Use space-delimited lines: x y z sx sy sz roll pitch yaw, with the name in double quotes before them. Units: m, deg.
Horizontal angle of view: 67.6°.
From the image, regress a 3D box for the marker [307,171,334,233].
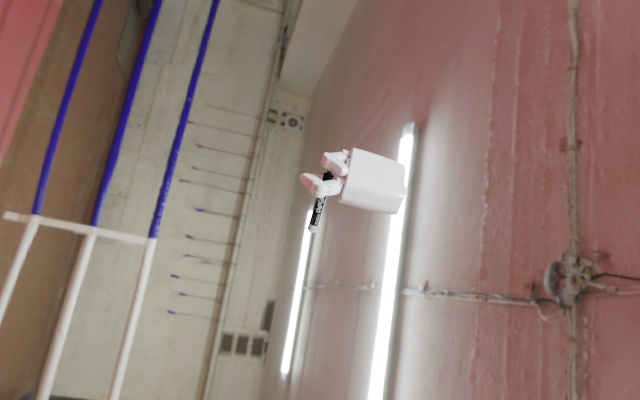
"marker" 0.000 0.003 0.849 0.020 0.121 0.020 13 27 -7
